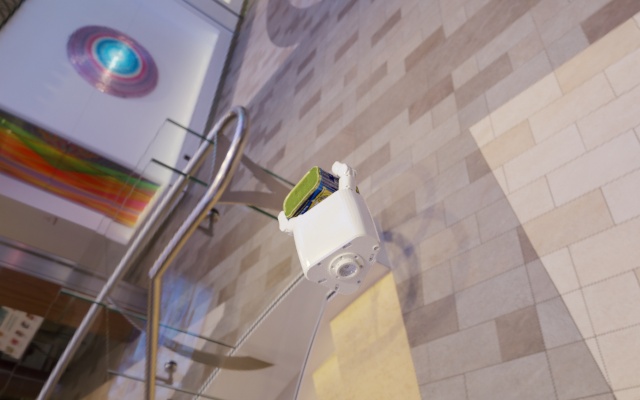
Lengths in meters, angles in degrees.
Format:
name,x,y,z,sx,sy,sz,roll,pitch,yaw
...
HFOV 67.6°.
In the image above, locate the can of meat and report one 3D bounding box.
name,x,y,z,sx,sy,sz,roll,pitch,yaw
can of meat,0.000,0.002,0.779,0.084,0.102,0.057,27,30,-28
